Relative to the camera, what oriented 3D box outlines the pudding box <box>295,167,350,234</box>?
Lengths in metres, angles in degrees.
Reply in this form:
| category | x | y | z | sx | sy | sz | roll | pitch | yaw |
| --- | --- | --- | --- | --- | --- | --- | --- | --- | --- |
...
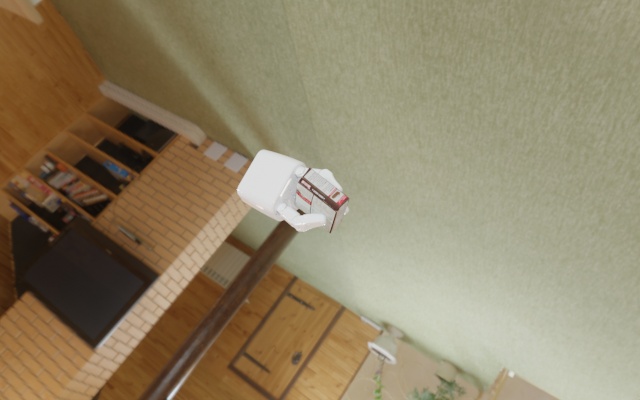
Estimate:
| category | x | y | z | sx | sy | sz | roll | pitch | yaw |
| --- | --- | --- | --- | --- | --- | --- | --- | --- | --- |
| pudding box | 0.000 | 0.003 | 0.851 | 0.090 | 0.039 | 0.113 | 38 | -20 | 10 |
